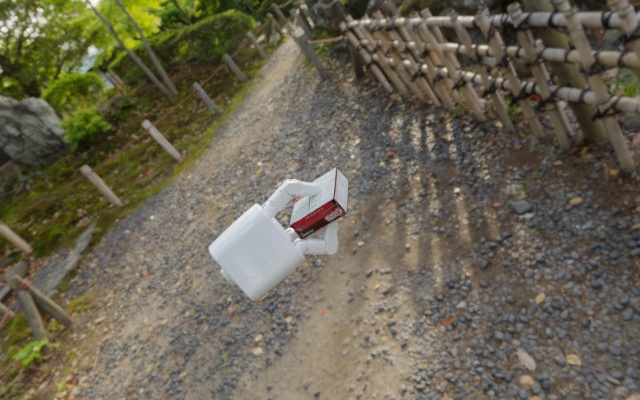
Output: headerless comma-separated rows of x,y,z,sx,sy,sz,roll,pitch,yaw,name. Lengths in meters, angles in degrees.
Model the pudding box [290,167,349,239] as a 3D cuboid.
0.000,0.002,0.781,0.090,0.039,0.113,-30,26,21,pudding box
